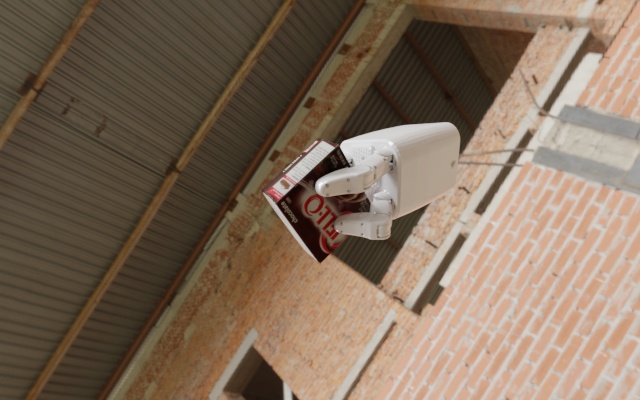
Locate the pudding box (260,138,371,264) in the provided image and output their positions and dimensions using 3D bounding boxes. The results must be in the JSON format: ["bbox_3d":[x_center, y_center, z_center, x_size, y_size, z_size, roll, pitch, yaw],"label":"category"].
[{"bbox_3d":[0.000,0.002,0.520,0.039,0.090,0.114,32,-18,47],"label":"pudding box"}]
